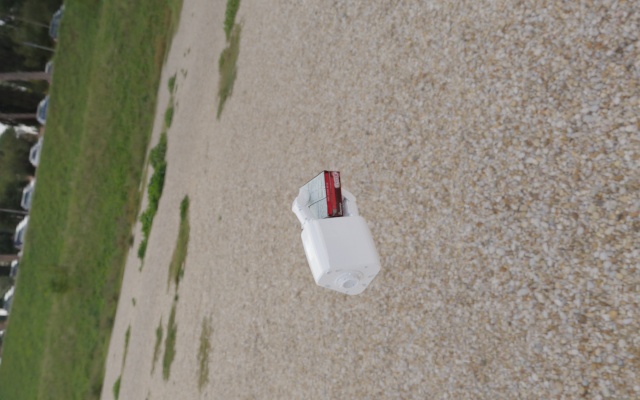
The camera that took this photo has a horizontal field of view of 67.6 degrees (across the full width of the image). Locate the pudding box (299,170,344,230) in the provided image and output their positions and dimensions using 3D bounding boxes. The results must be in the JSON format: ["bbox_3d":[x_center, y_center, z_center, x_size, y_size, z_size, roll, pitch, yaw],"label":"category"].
[{"bbox_3d":[0.000,0.003,0.894,0.039,0.090,0.113,5,-18,-28],"label":"pudding box"}]
